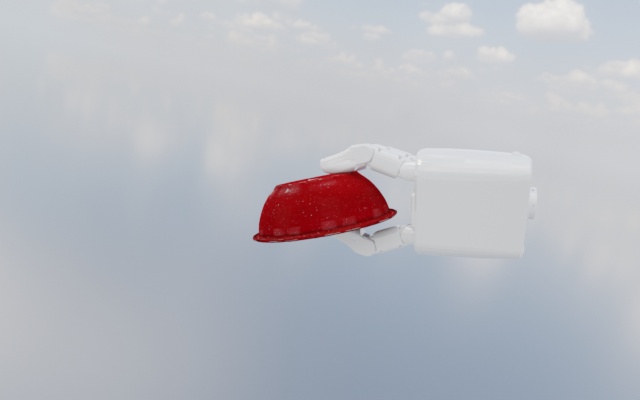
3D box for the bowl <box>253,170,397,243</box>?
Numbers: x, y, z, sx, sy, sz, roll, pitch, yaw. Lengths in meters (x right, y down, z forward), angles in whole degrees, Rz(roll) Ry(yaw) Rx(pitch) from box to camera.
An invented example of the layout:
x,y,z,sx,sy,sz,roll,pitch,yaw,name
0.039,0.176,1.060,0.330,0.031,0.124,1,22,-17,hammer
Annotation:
x,y,z,sx,sy,sz,roll,pitch,yaw,name
-0.001,0.002,0.528,0.162,0.055,0.162,-11,5,1,bowl
